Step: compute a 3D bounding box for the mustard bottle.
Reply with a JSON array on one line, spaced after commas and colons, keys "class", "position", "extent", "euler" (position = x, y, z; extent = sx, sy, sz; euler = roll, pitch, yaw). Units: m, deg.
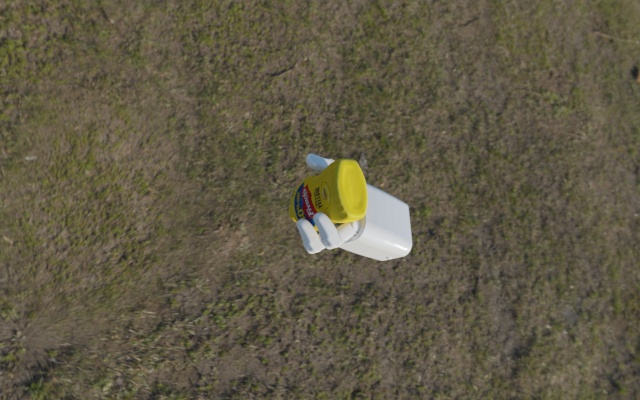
[{"class": "mustard bottle", "position": [0.000, 0.002, 0.795], "extent": [0.058, 0.096, 0.192], "euler": [-4, -11, -33]}]
